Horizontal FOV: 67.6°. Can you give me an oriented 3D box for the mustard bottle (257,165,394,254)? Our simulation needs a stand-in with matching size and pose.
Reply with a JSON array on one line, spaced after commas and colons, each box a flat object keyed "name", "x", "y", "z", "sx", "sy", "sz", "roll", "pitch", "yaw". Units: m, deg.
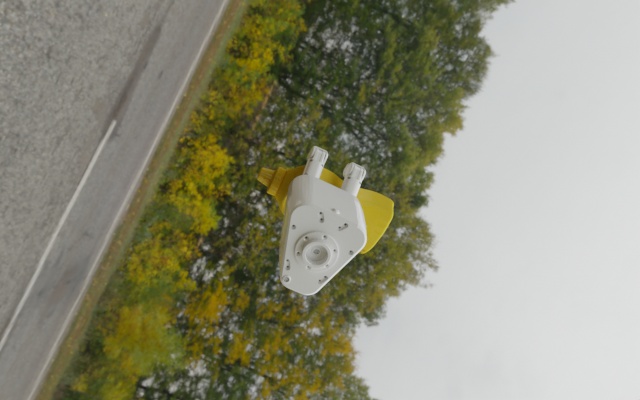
[{"name": "mustard bottle", "x": 0.000, "y": 0.002, "z": 0.679, "sx": 0.191, "sy": 0.096, "sz": 0.058, "roll": 25, "pitch": 40, "yaw": -9}]
